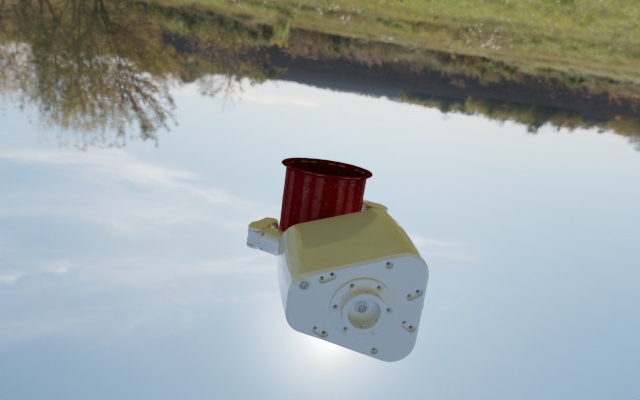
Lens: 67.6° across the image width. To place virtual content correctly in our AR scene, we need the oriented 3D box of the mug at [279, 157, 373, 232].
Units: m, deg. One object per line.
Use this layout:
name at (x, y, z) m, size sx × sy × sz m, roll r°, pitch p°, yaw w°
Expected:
mug at (0.000, 0.001, 0.503) m, size 0.093 × 0.081 × 0.117 m, roll 6°, pitch 14°, yaw -8°
